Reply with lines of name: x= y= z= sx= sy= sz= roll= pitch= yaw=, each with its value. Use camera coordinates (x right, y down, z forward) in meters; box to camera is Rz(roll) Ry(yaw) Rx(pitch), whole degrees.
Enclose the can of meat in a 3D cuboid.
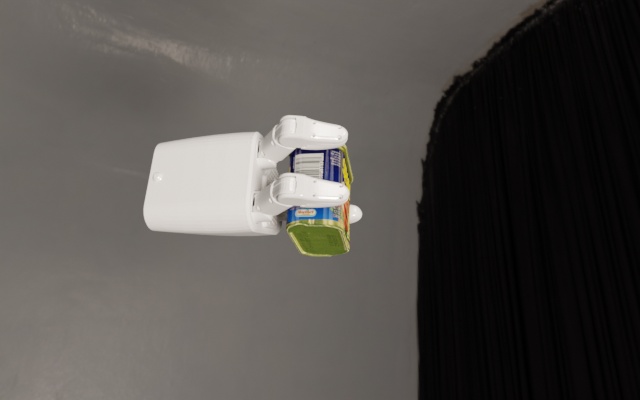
can of meat: x=0.000 y=0.002 z=0.465 sx=0.057 sy=0.084 sz=0.102 roll=-1 pitch=-23 yaw=9
